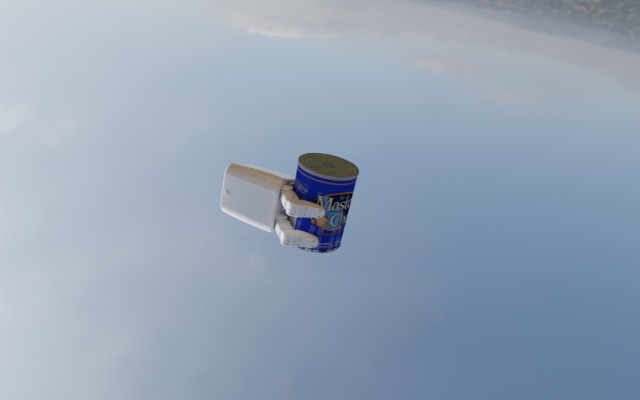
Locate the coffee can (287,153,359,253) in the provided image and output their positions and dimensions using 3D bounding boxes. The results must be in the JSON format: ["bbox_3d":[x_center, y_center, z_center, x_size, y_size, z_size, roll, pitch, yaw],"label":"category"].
[{"bbox_3d":[0.000,0.003,0.809,0.103,0.140,0.102,10,24,-5],"label":"coffee can"}]
